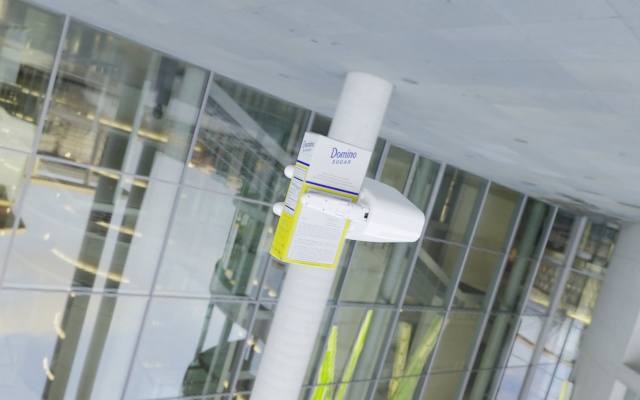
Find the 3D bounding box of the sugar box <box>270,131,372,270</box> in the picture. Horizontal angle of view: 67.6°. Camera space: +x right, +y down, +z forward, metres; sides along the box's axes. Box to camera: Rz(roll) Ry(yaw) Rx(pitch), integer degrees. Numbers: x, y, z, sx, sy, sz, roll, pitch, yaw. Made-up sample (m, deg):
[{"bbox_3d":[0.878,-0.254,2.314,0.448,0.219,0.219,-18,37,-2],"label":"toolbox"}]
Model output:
[{"bbox_3d":[0.000,0.002,0.659,0.093,0.176,0.048,14,5,-34],"label":"sugar box"}]
